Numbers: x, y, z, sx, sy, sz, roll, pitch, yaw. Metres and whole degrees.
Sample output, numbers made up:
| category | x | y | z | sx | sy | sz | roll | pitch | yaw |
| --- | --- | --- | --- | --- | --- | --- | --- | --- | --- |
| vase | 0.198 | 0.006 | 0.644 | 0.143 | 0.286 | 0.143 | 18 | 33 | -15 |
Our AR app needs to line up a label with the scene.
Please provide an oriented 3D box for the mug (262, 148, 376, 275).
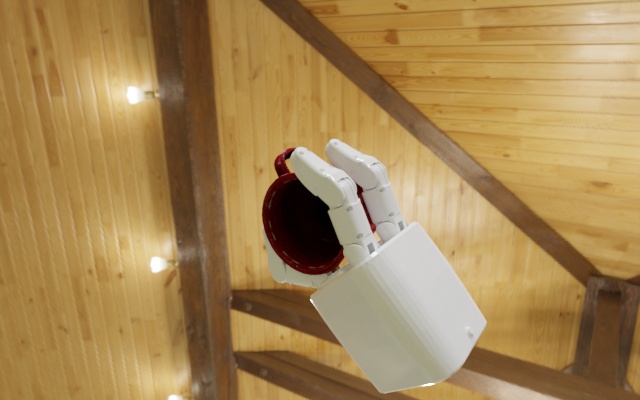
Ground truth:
| category | x | y | z | sx | sy | sz | roll | pitch | yaw |
| --- | --- | --- | --- | --- | --- | --- | --- | --- | --- |
| mug | -0.001 | 0.000 | 0.446 | 0.093 | 0.117 | 0.081 | -40 | -9 | 36 |
